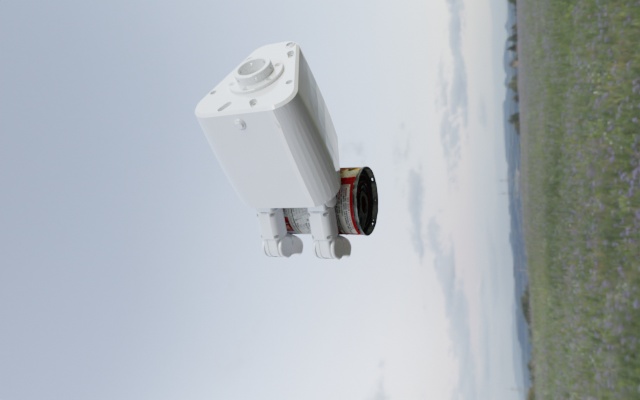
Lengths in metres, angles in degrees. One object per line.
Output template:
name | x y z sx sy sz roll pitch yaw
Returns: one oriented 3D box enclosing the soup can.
soup can | 0.000 0.002 0.484 0.102 0.068 0.068 -1 -1 24
